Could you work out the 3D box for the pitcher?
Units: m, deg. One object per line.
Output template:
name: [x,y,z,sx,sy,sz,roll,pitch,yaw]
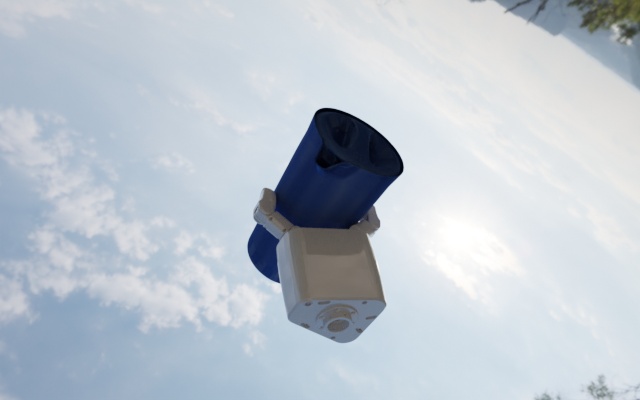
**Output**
pitcher: [0.000,0.002,0.666,0.149,0.243,0.145,17,36,-26]
